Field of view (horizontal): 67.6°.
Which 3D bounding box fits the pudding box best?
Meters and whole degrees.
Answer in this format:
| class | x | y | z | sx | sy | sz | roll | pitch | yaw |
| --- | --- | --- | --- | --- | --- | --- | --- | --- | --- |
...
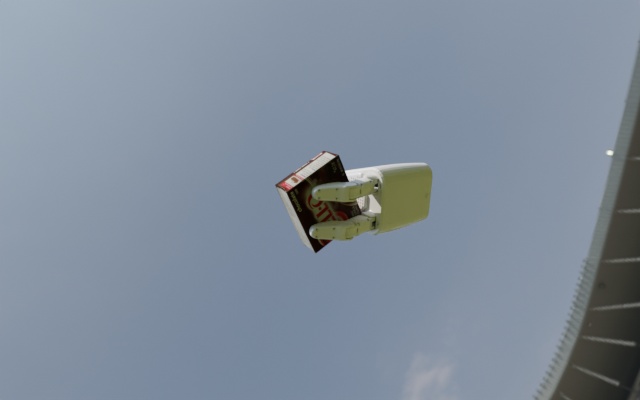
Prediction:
| class | x | y | z | sx | sy | sz | roll | pitch | yaw |
| --- | --- | --- | --- | --- | --- | --- | --- | --- | --- |
| pudding box | 0.000 | 0.002 | 0.654 | 0.090 | 0.113 | 0.039 | -37 | 33 | -19 |
